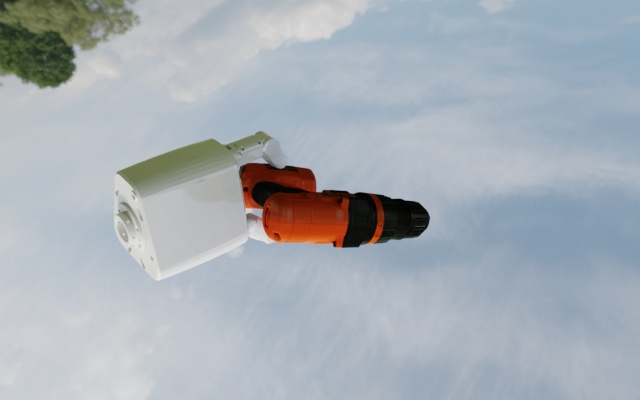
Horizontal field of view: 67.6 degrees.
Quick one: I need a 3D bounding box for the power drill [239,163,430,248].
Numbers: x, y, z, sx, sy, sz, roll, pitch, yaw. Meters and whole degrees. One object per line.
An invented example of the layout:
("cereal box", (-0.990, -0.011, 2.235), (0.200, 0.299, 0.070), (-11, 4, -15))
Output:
("power drill", (0.000, 0.002, 0.524), (0.184, 0.057, 0.187), (4, 9, -30))
